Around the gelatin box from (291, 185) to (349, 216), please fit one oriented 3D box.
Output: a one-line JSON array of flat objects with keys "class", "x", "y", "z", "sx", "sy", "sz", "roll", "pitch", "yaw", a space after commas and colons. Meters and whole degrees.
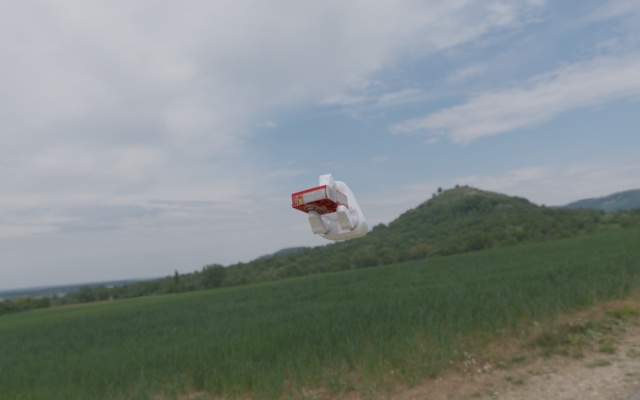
[{"class": "gelatin box", "x": 0.000, "y": 0.002, "z": 0.877, "sx": 0.073, "sy": 0.030, "sz": 0.089, "roll": -14, "pitch": -20, "yaw": 25}]
